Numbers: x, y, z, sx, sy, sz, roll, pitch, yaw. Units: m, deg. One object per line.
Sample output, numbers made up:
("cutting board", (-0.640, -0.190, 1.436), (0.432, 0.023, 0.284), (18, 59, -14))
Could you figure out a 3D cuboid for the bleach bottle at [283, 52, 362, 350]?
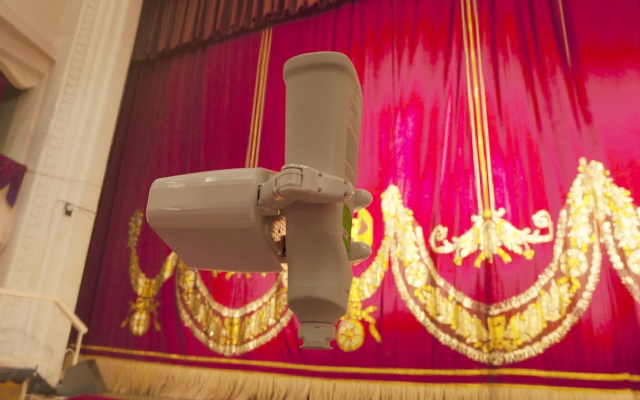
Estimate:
("bleach bottle", (0.000, 0.001, 0.428), (0.068, 0.250, 0.103), (-3, -20, 15))
